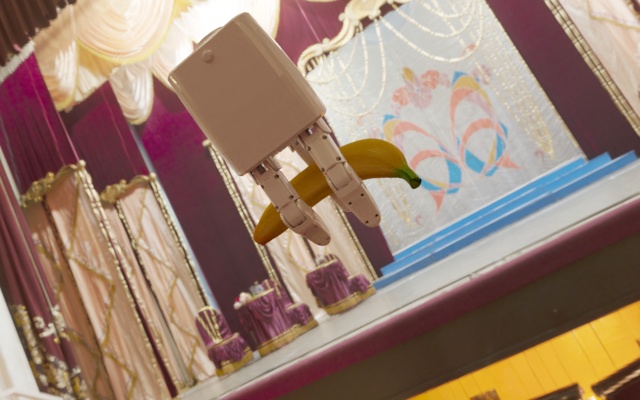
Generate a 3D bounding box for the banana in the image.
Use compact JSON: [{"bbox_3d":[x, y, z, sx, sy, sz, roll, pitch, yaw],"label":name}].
[{"bbox_3d":[0.006,-0.014,0.465,0.198,0.069,0.037,-24,-51,35],"label":"banana"}]
